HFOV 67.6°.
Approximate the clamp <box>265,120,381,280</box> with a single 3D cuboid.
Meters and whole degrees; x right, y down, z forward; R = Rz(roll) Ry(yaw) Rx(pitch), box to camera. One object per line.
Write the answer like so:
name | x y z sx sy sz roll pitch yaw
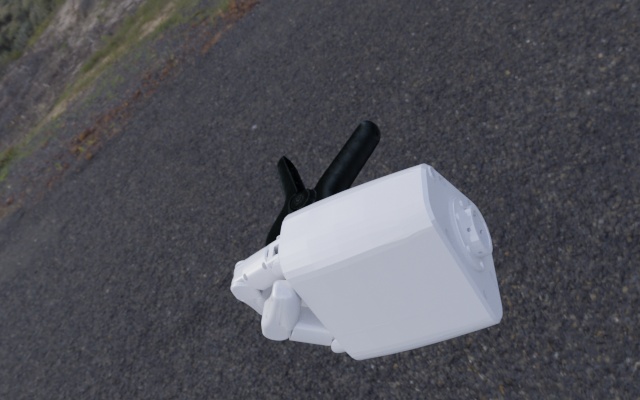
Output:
clamp | 0.000 0.001 0.418 0.120 0.171 0.039 -31 -51 33
